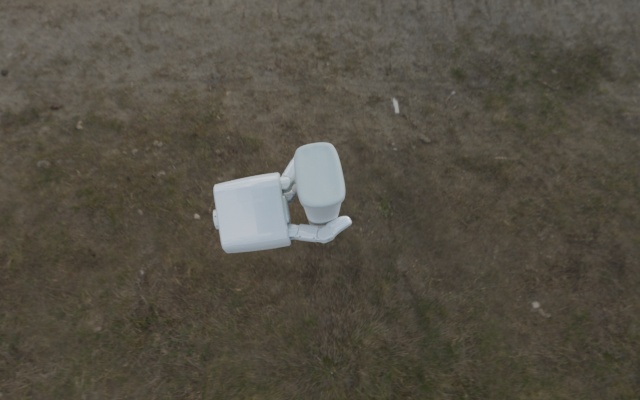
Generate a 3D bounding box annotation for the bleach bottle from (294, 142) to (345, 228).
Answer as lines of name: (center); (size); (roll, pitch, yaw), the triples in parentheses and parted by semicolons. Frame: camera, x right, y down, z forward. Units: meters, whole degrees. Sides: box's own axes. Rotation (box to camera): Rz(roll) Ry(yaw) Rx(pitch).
bleach bottle: (0.000, 0.002, 0.783); (0.068, 0.102, 0.251); (-8, -20, -2)
